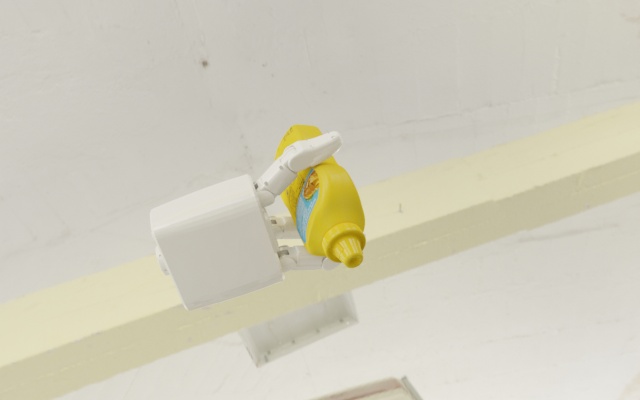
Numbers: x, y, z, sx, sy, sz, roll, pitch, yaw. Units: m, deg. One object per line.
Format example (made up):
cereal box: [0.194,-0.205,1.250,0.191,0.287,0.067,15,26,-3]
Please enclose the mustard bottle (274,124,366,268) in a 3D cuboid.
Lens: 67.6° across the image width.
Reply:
mustard bottle: [0.000,0.001,0.503,0.058,0.096,0.191,2,33,-23]
